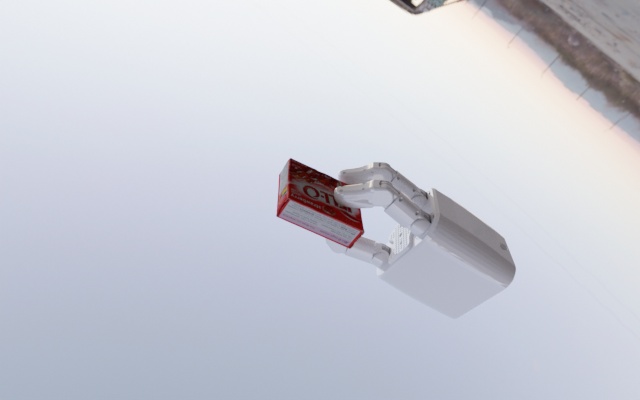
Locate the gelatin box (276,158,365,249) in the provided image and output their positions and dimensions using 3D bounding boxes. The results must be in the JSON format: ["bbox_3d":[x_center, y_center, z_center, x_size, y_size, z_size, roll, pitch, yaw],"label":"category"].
[{"bbox_3d":[0.000,0.002,0.494,0.089,0.030,0.073,24,32,-18],"label":"gelatin box"}]
